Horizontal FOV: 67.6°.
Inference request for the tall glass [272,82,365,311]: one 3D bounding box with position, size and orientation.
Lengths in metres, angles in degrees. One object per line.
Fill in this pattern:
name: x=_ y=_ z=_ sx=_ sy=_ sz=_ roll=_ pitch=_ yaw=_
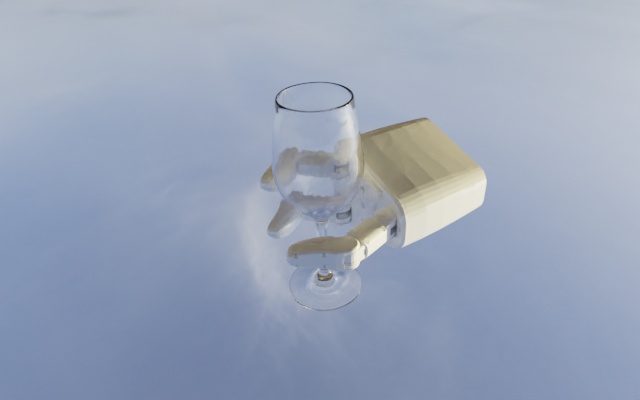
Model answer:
tall glass: x=0.000 y=0.002 z=0.424 sx=0.079 sy=0.201 sz=0.079 roll=-3 pitch=35 yaw=2
